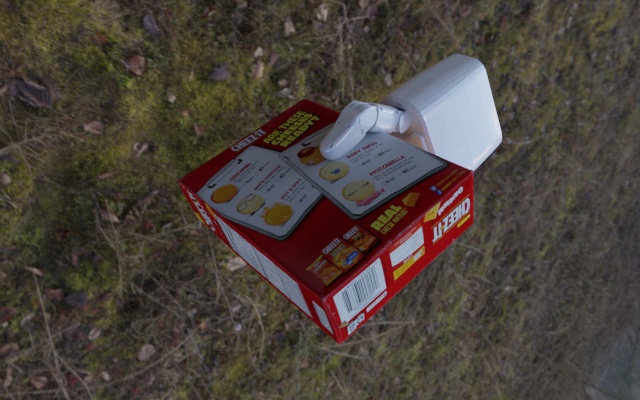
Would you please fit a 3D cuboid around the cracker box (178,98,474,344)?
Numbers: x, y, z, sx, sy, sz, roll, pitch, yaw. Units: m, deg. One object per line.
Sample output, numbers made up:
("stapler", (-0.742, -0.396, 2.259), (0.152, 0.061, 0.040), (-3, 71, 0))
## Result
("cracker box", (0.000, 0.001, 0.430), (0.164, 0.072, 0.213), (-37, 45, -23))
